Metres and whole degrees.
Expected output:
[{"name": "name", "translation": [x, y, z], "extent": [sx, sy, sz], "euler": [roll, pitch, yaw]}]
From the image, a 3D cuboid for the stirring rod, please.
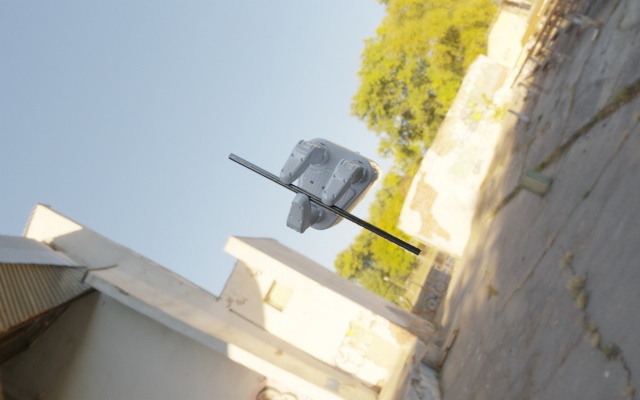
[{"name": "stirring rod", "translation": [0.000, 0.002, 0.528], "extent": [0.239, 0.011, 0.011], "euler": [27, 6, 13]}]
